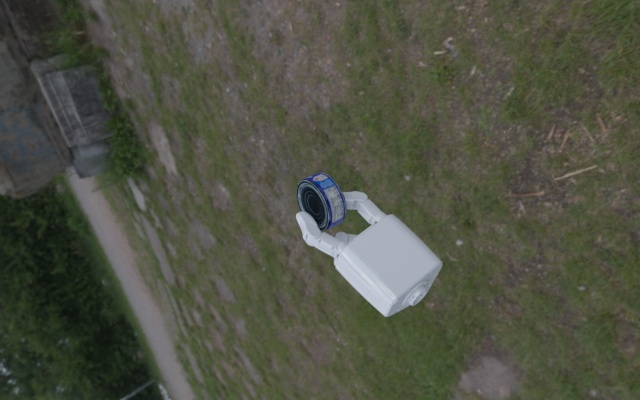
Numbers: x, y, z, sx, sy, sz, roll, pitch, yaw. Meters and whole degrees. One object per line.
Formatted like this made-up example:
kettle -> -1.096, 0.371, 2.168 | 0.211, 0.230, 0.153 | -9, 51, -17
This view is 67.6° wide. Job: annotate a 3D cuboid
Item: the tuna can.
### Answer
tuna can -> 0.000, 0.003, 0.728 | 0.033, 0.086, 0.086 | -24, 12, -30
